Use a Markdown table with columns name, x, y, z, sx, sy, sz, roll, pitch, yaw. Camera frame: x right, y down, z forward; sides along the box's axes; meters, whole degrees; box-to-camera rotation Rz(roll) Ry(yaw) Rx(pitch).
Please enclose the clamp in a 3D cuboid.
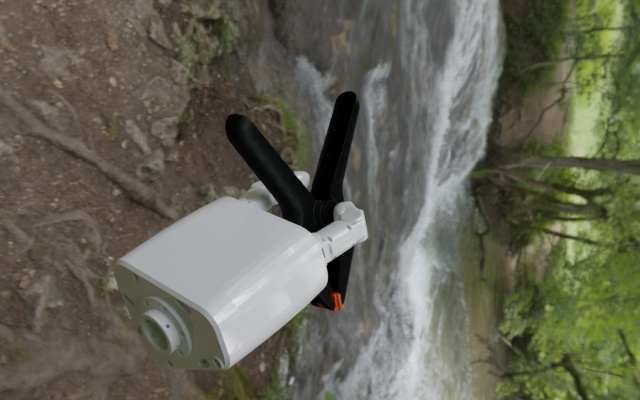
| name | x | y | z | sx | sy | sz | roll | pitch | yaw |
| --- | --- | --- | --- | --- | --- | --- | --- | --- | --- |
| clamp | 0.001 | 0.002 | 0.449 | 0.036 | 0.210 | 0.164 | 5 | 26 | 40 |
